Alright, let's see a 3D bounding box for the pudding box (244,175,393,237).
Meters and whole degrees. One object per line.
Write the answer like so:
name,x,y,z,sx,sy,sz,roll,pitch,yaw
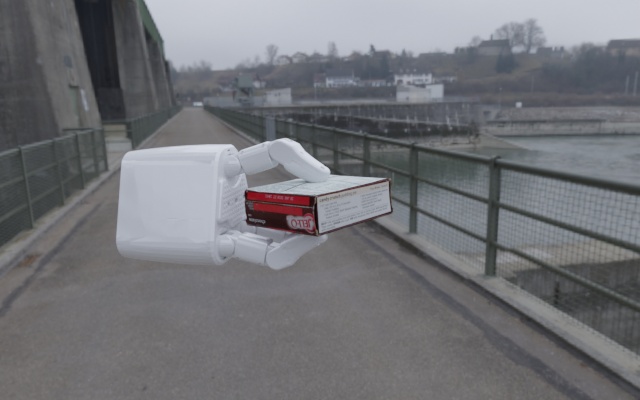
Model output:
pudding box,0.000,0.001,0.444,0.090,0.039,0.113,7,15,41
